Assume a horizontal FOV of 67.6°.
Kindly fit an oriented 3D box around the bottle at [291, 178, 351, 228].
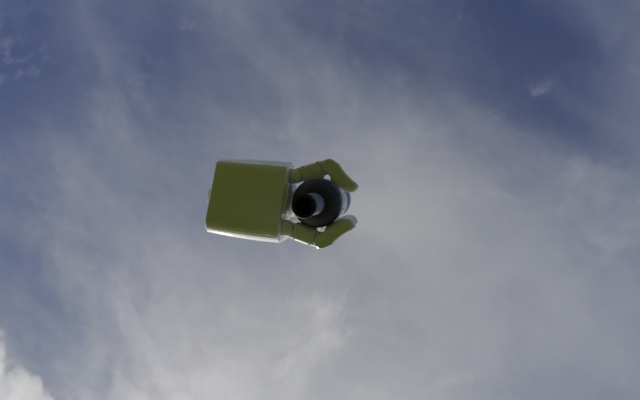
[{"bbox_3d":[0.000,0.002,0.671,0.069,0.069,0.295,0,2,7],"label":"bottle"}]
